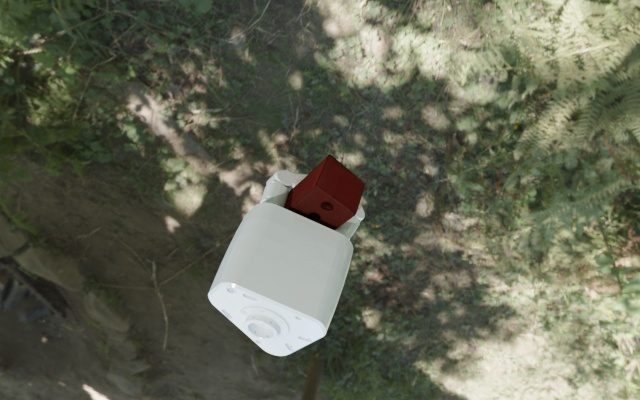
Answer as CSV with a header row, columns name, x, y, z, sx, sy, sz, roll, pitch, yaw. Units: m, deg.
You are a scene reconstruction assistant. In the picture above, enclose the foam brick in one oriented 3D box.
name,x,y,z,sx,sy,sz,roll,pitch,yaw
foam brick,0.000,0.001,0.505,0.053,0.051,0.078,37,-48,-14
